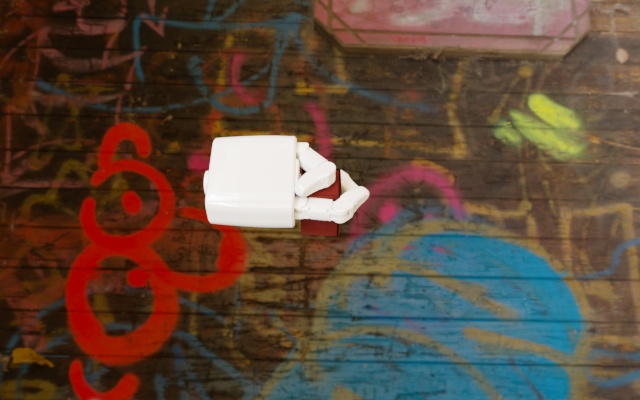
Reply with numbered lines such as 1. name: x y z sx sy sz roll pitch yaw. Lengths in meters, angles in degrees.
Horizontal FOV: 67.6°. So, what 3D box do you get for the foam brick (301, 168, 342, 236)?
1. foam brick: 0.000 0.002 0.625 0.051 0.053 0.078 1 -45 0
